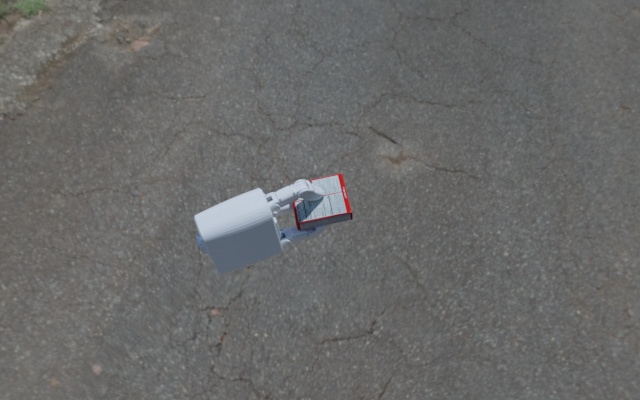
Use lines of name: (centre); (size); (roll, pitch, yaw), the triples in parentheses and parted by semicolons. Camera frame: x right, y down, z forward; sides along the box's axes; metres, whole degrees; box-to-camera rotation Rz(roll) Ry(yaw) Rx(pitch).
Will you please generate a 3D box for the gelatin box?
gelatin box: (0.000, 0.002, 0.757); (0.089, 0.073, 0.030); (-12, -28, 0)
